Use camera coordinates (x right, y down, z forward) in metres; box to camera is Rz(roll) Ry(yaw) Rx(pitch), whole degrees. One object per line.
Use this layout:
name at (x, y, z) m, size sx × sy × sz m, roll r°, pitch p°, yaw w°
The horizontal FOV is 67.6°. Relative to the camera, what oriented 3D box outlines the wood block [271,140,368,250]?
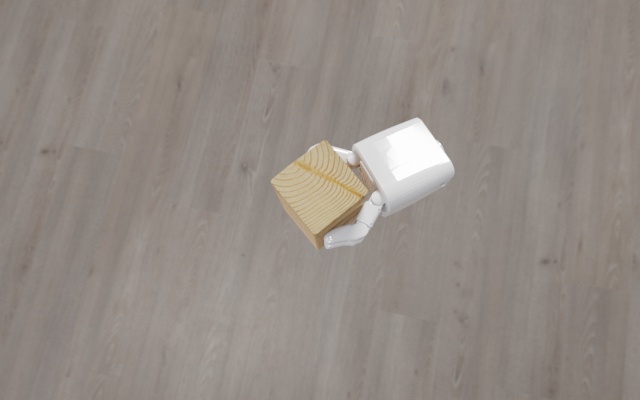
wood block at (0.000, 0.002, 0.690) m, size 0.090 × 0.091 × 0.206 m, roll -38°, pitch -9°, yaw -6°
